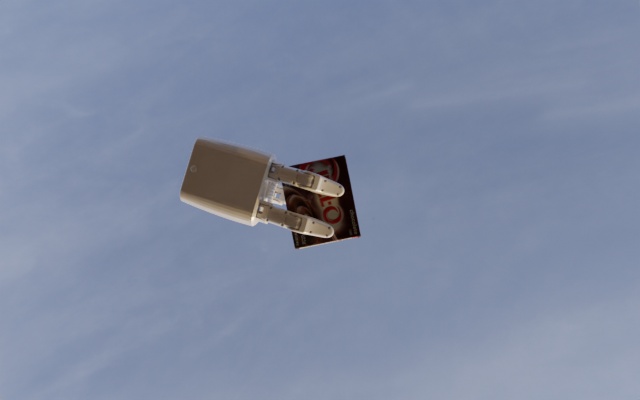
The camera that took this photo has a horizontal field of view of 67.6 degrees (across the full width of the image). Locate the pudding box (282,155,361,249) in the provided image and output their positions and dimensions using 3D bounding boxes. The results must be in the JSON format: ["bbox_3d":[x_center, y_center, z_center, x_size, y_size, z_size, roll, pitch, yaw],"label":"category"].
[{"bbox_3d":[0.000,0.002,0.643,0.090,0.113,0.039,-12,-2,3],"label":"pudding box"}]
